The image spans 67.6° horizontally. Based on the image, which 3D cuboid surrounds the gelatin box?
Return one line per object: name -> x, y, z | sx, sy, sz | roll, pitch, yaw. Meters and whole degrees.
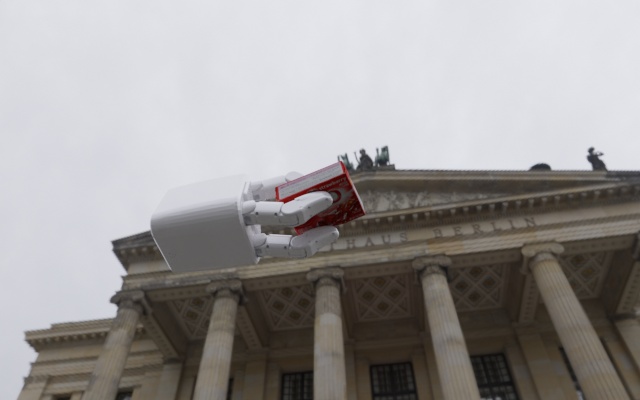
gelatin box -> 0.000, 0.001, 0.573 | 0.089, 0.073, 0.030 | -22, 40, 8
